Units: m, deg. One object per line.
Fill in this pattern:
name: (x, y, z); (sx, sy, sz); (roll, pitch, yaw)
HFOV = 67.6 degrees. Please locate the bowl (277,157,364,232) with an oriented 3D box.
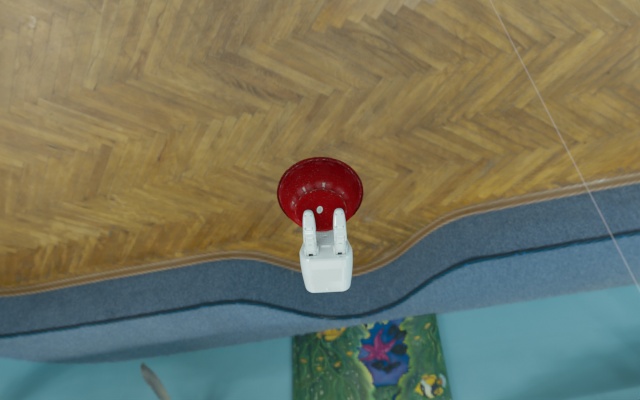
bowl: (0.000, 0.002, 0.867); (0.162, 0.162, 0.055); (0, 34, -1)
